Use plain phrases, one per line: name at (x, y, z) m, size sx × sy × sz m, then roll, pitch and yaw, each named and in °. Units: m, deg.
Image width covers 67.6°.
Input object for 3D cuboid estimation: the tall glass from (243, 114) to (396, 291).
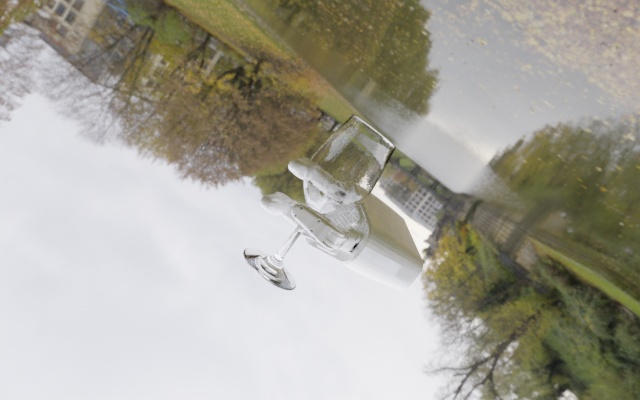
tall glass at (0.000, 0.002, 0.540) m, size 0.079 × 0.201 × 0.079 m, roll 36°, pitch 9°, yaw -7°
